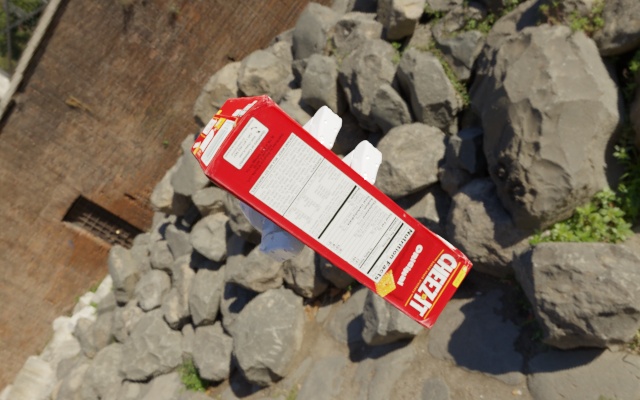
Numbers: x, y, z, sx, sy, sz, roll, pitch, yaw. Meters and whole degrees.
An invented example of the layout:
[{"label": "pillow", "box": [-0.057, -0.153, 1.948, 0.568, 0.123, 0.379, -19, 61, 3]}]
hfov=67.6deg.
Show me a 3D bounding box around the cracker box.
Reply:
[{"label": "cracker box", "box": [0.000, 0.001, 0.408, 0.214, 0.072, 0.164, 36, -2, -21]}]
